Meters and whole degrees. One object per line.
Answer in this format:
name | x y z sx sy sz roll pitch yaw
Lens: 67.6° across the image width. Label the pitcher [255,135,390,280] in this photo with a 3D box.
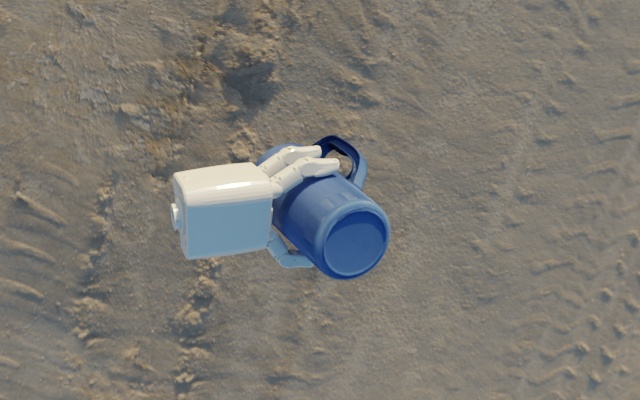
pitcher | 0.000 0.002 0.679 0.145 0.149 0.242 -8 24 -23
